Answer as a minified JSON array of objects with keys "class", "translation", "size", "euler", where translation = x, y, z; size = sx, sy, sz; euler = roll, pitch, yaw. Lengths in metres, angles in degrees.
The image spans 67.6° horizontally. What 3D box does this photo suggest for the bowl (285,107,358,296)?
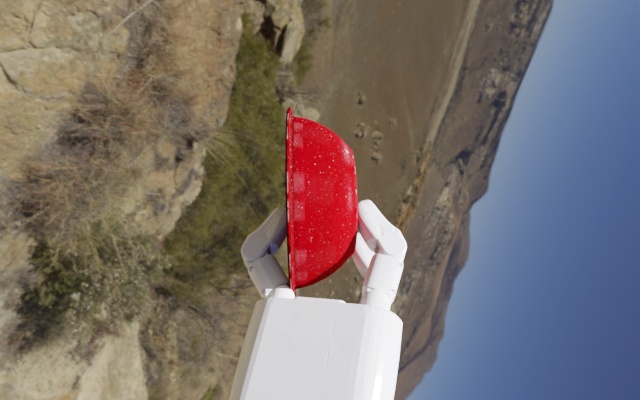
[{"class":"bowl","translation":[0.000,0.000,0.414],"size":[0.055,0.162,0.162],"euler":[-2,0,-2]}]
